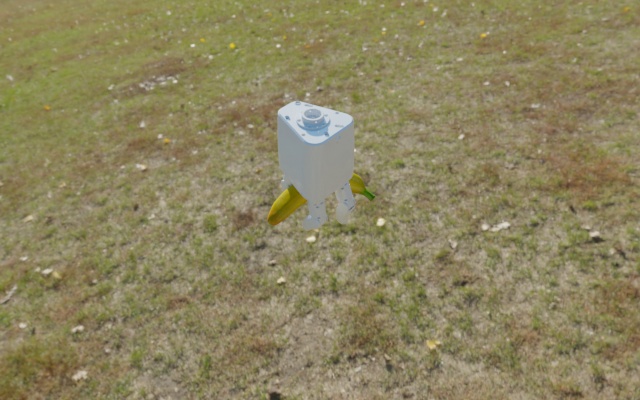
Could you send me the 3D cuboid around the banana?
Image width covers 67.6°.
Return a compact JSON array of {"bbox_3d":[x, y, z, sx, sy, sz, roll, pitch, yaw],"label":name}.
[{"bbox_3d":[-0.004,-0.013,0.804,0.198,0.069,0.037,-15,-29,-20],"label":"banana"}]
